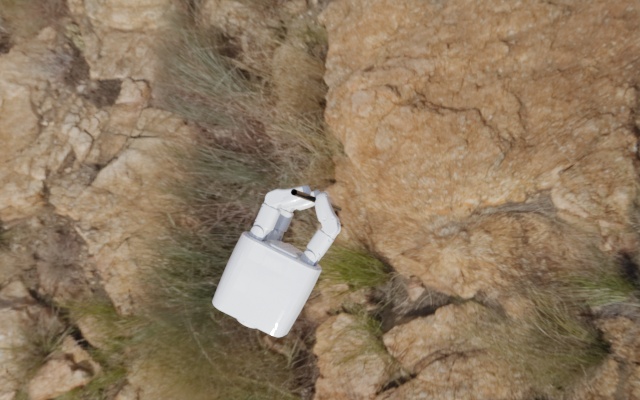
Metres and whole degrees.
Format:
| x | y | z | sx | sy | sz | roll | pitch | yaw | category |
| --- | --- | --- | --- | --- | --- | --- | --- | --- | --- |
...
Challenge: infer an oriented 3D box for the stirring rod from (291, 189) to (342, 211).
| x | y | z | sx | sy | sz | roll | pitch | yaw | category |
| --- | --- | --- | --- | --- | --- | --- | --- | --- | --- |
| 0.000 | 0.002 | 0.674 | 0.011 | 0.011 | 0.239 | 0 | -6 | 15 | stirring rod |
